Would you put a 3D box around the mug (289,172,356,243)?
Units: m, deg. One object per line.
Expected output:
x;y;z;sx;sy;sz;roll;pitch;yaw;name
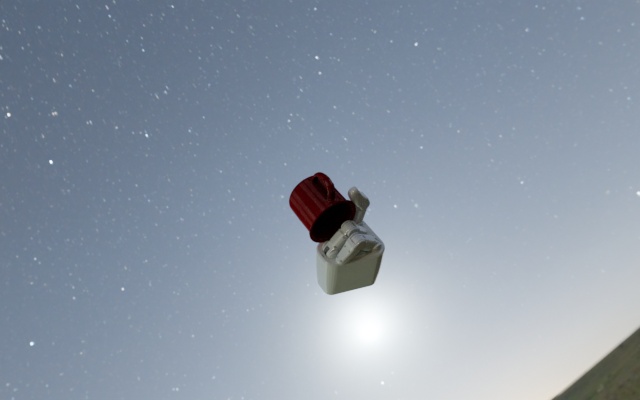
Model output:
0.000;0.002;0.801;0.093;0.117;0.081;-23;52;-24;mug
